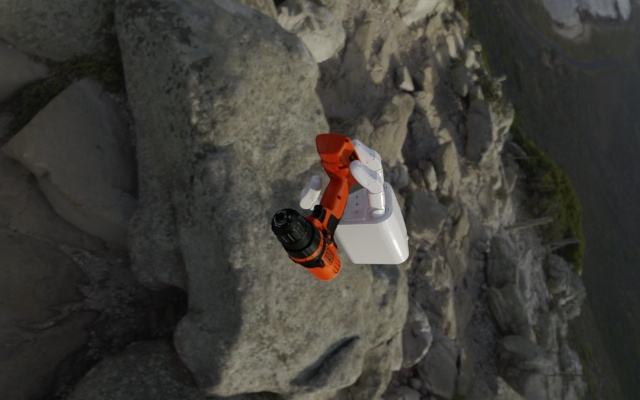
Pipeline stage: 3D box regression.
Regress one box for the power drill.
[{"bbox_3d":[0.000,0.002,0.672,0.057,0.187,0.184,9,-24,24],"label":"power drill"}]
